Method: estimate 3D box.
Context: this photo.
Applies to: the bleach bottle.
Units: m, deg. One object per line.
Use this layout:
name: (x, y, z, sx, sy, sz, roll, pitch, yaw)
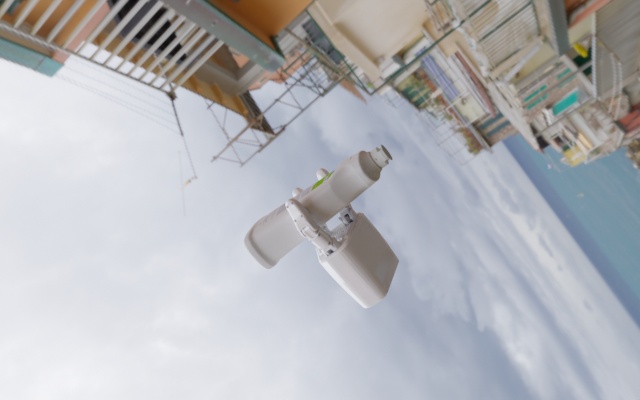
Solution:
bleach bottle: (0.000, 0.002, 0.728, 0.251, 0.068, 0.102, -36, 12, 21)
